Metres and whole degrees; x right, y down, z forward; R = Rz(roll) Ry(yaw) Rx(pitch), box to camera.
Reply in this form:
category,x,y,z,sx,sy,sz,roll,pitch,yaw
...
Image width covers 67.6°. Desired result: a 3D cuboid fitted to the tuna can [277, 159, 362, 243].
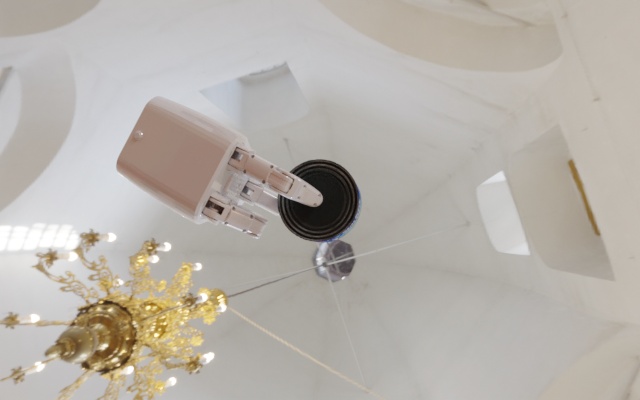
category,x,y,z,sx,sy,sz,roll,pitch,yaw
tuna can,0.000,0.002,0.505,0.086,0.086,0.034,0,-8,12
